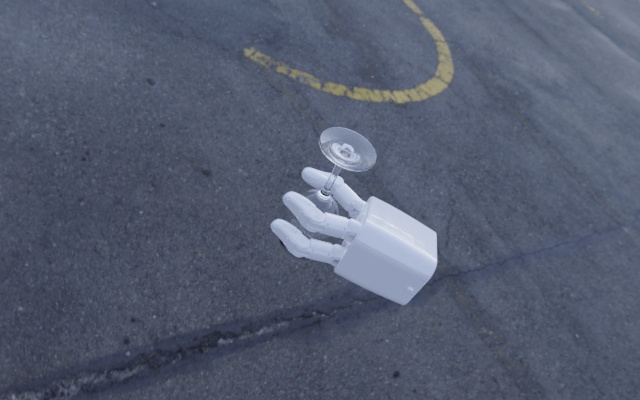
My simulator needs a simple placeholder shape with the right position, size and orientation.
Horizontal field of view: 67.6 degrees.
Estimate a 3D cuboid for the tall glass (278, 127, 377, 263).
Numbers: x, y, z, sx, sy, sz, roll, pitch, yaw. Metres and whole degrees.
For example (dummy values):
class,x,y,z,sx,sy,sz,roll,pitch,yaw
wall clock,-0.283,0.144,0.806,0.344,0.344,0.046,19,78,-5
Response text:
class,x,y,z,sx,sy,sz,roll,pitch,yaw
tall glass,0.000,0.002,0.637,0.079,0.079,0.201,0,-40,-26
